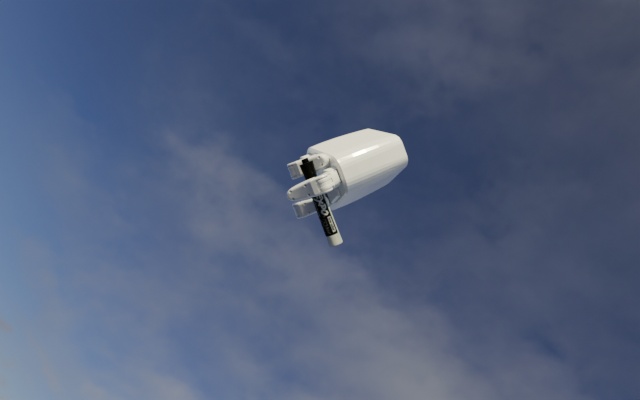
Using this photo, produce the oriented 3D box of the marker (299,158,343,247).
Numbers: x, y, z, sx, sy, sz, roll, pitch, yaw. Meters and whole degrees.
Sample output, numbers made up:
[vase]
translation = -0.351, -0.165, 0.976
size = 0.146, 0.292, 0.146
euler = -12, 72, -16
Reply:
[marker]
translation = 0.000, 0.002, 0.626
size = 0.020, 0.121, 0.020
euler = -20, 7, 2
